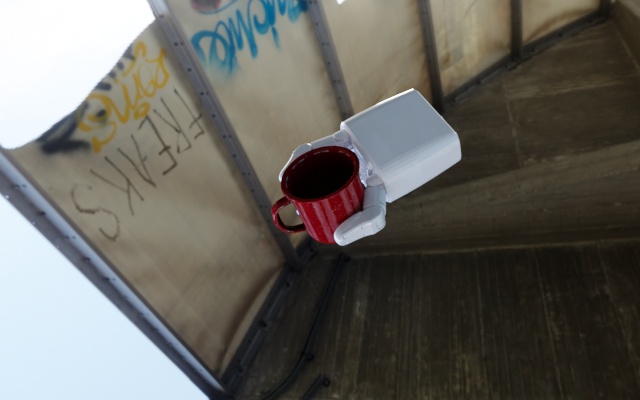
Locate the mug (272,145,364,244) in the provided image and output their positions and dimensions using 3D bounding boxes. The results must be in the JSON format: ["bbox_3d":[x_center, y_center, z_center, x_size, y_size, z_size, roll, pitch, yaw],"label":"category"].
[{"bbox_3d":[-0.001,0.003,0.558,0.117,0.082,0.093,-28,41,-5],"label":"mug"}]
